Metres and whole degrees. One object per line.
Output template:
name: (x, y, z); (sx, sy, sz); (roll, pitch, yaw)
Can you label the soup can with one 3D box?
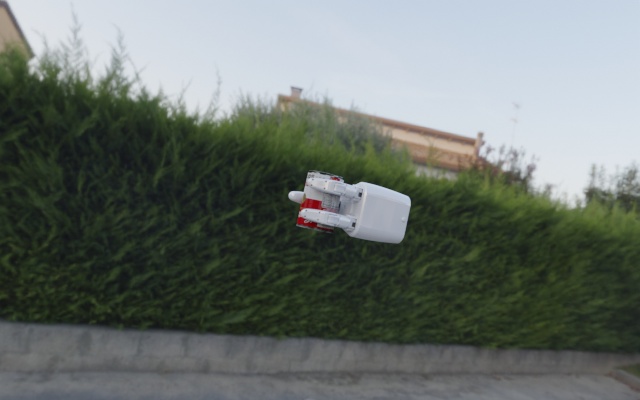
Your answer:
soup can: (0.000, 0.002, 0.861); (0.068, 0.102, 0.068); (12, -2, 0)
